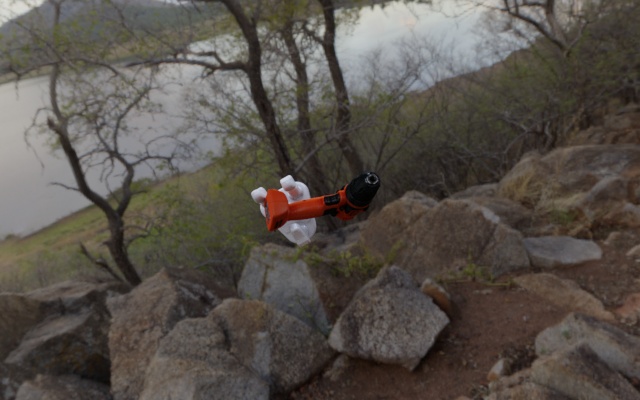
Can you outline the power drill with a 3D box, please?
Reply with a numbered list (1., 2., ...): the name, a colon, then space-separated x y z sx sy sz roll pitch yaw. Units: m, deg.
1. power drill: 0.000 0.003 0.837 0.187 0.057 0.184 -7 -18 -14
